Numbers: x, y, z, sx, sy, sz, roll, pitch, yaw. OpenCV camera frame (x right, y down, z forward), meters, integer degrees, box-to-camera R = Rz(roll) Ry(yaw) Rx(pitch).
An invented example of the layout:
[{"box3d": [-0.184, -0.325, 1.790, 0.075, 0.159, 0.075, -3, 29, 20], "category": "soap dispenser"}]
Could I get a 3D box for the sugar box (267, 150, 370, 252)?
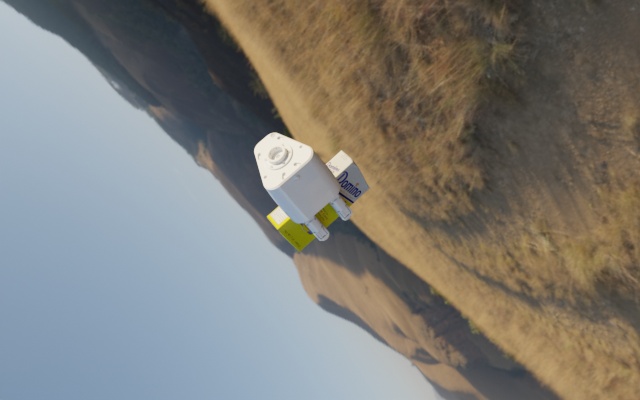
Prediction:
[{"box3d": [0.000, 0.003, 0.847, 0.048, 0.176, 0.093, 48, -2, 39], "category": "sugar box"}]
